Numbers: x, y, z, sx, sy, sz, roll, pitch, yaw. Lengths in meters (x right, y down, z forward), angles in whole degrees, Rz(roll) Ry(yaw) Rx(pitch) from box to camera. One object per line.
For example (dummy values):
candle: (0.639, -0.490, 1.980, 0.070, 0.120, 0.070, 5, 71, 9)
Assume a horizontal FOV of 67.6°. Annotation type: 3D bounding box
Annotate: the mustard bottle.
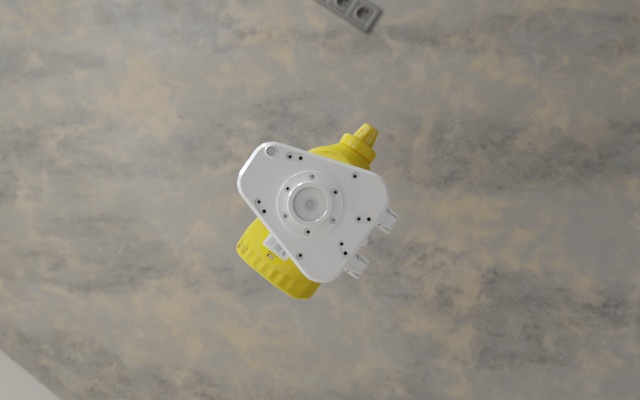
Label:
mustard bottle: (0.000, 0.002, 0.506, 0.096, 0.191, 0.058, 34, 0, 25)
